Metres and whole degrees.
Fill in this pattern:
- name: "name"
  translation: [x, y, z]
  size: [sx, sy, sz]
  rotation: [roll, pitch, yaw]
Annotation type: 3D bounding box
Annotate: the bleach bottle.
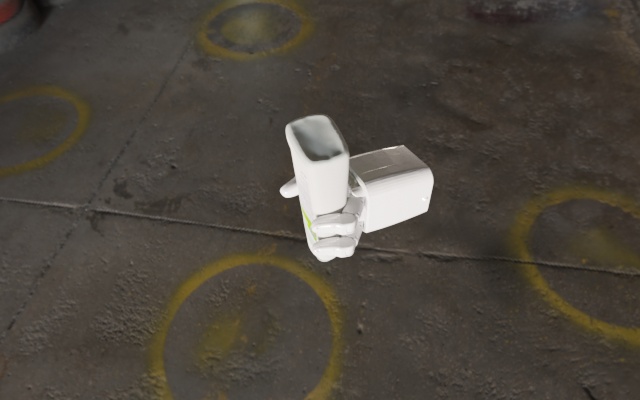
- name: "bleach bottle"
  translation: [0.000, 0.002, 0.702]
  size: [0.068, 0.102, 0.251]
  rotation: [-17, -39, -12]
